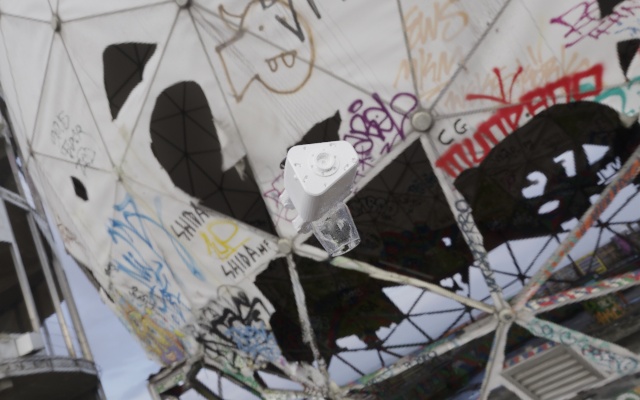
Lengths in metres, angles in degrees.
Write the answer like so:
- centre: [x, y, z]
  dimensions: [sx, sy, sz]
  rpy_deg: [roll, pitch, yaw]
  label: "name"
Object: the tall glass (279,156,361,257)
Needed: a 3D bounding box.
- centre: [0.000, 0.002, 0.881]
  dimensions: [0.079, 0.201, 0.079]
  rpy_deg: [-26, -18, -9]
  label: "tall glass"
